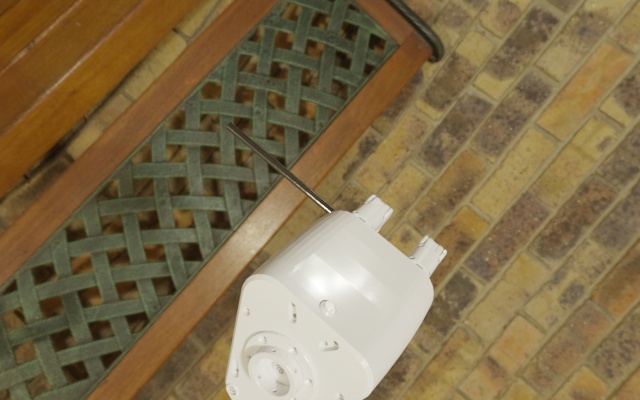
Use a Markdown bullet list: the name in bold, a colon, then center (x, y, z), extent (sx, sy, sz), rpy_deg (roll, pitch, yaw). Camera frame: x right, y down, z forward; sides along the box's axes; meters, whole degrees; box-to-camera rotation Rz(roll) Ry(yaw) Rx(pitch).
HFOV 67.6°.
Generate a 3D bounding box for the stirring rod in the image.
- **stirring rod**: center (0.000, 0.001, 0.448), extent (0.239, 0.011, 0.011), rpy_deg (40, 9, 12)
